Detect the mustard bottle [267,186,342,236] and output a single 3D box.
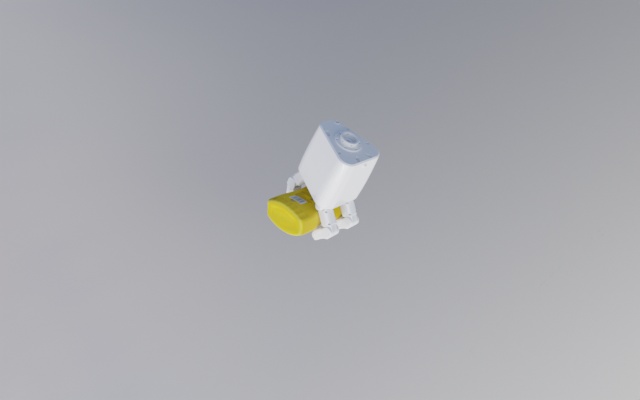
[{"bbox_3d":[0.000,0.003,0.900,0.096,0.058,0.191,27,35,37],"label":"mustard bottle"}]
